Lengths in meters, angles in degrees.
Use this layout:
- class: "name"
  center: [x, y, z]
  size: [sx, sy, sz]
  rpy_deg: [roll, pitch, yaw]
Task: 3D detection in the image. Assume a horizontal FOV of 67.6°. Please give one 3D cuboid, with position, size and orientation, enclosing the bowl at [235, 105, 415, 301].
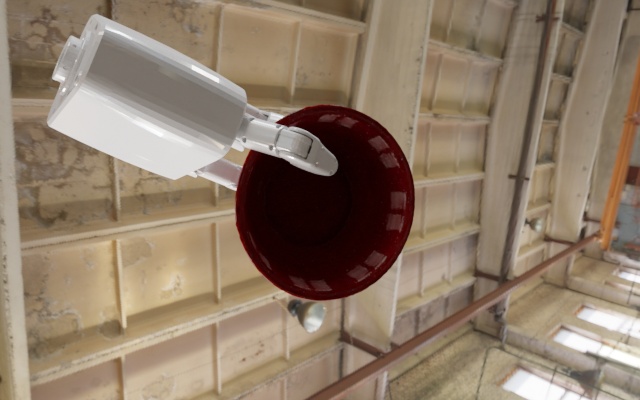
- class: "bowl"
  center: [0.001, 0.002, 0.417]
  size: [0.162, 0.162, 0.055]
  rpy_deg: [0, 3, -22]
